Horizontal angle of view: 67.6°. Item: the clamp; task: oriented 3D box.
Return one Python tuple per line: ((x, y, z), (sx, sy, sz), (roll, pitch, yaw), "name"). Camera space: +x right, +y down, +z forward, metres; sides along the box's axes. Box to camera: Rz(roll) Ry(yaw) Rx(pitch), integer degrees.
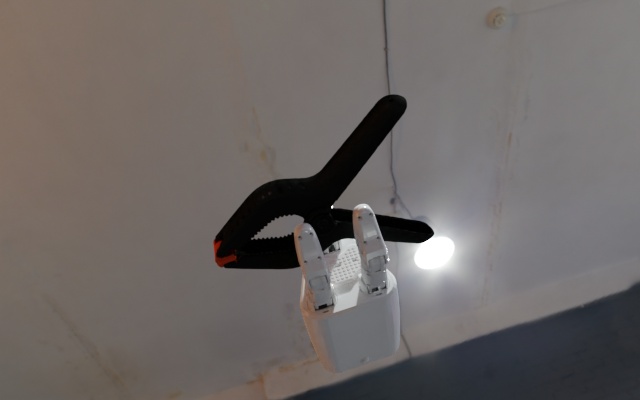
((-0.001, 0.001, 0.431), (0.210, 0.165, 0.036), (-17, 36, -5), "clamp")
